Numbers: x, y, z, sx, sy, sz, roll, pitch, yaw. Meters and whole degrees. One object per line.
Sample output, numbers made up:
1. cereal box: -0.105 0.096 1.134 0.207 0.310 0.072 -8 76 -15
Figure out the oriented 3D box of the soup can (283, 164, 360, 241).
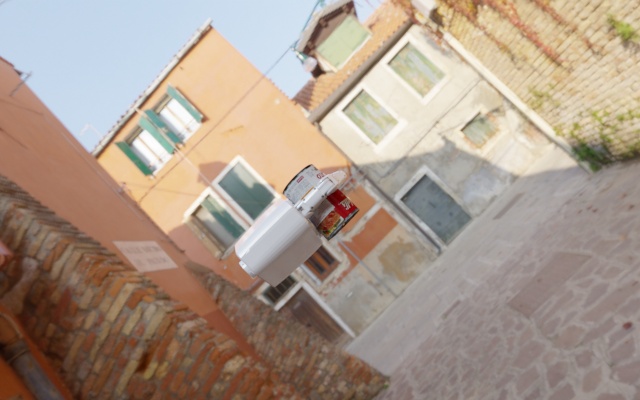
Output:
1. soup can: 0.000 0.002 0.730 0.102 0.068 0.068 45 7 8
